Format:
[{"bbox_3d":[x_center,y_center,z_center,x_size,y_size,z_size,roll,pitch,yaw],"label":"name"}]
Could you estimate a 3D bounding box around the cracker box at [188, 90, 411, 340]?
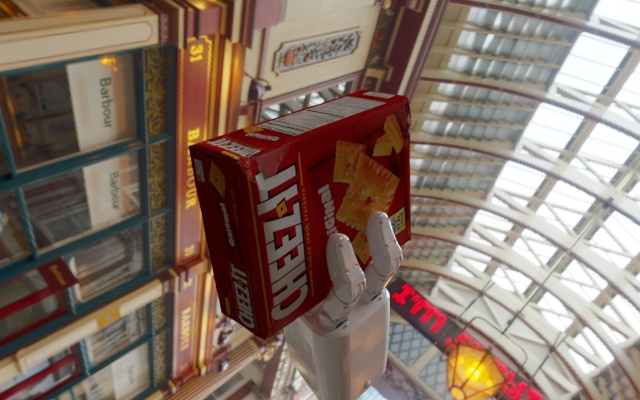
[{"bbox_3d":[0.000,0.001,0.446,0.072,0.164,0.213,18,33,40],"label":"cracker box"}]
